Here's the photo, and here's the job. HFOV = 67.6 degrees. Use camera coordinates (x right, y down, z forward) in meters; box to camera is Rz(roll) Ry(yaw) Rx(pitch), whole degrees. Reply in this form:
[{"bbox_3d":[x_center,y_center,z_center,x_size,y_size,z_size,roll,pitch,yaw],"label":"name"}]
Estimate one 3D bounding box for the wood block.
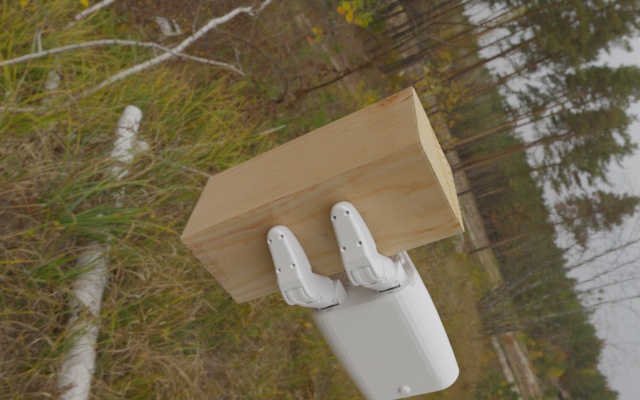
[{"bbox_3d":[0.000,0.001,0.402,0.206,0.090,0.090,-21,32,21],"label":"wood block"}]
